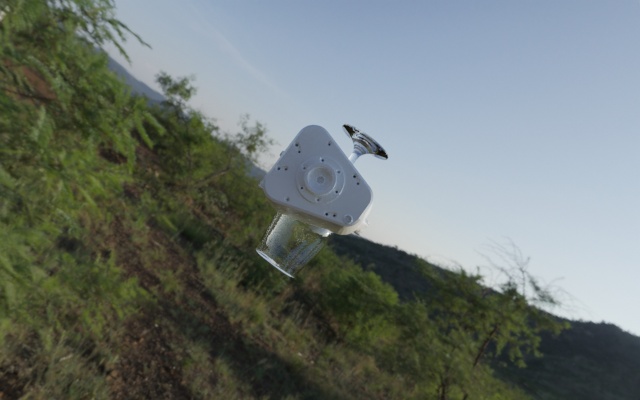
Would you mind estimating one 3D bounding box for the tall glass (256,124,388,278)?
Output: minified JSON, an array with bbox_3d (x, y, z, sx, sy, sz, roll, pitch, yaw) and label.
[{"bbox_3d":[0.001,0.002,0.621,0.079,0.201,0.079,36,-4,3],"label":"tall glass"}]
